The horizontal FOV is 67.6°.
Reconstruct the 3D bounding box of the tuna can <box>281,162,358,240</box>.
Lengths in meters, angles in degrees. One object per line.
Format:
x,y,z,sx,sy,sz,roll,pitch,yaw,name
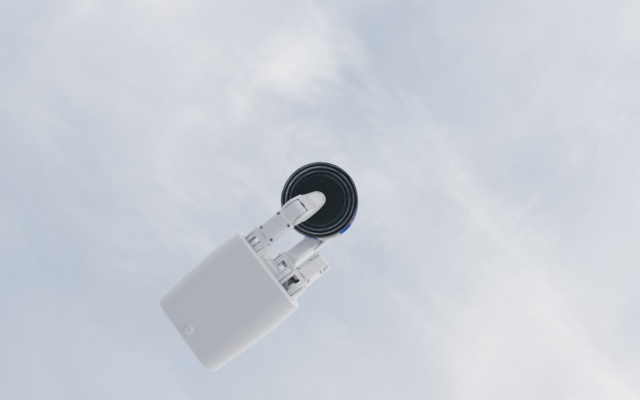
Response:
0.000,0.002,0.539,0.086,0.086,0.034,0,-10,6,tuna can
